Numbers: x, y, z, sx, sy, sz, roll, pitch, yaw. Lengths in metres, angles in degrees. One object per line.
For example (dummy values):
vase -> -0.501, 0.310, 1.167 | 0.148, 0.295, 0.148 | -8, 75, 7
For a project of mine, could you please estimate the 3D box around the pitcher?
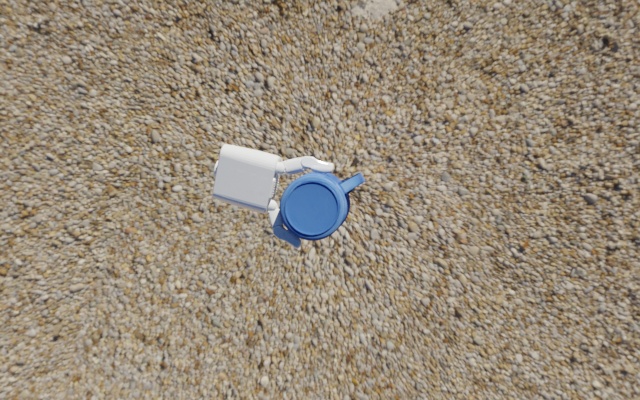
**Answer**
pitcher -> 0.000, 0.003, 0.888 | 0.145, 0.149, 0.243 | 15, 2, 2
